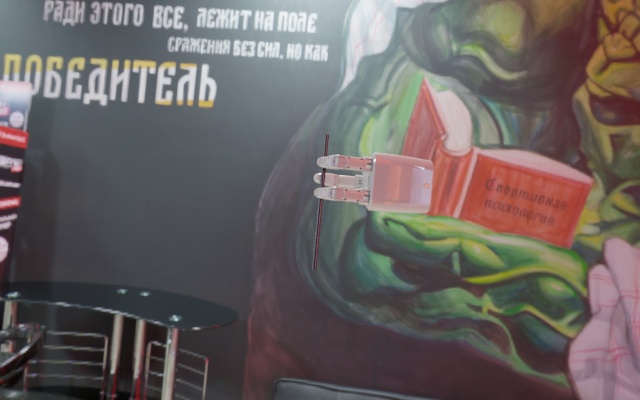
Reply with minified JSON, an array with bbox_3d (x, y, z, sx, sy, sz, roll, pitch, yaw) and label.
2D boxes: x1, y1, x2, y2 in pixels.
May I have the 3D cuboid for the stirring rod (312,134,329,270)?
[{"bbox_3d":[0.000,0.003,0.847,0.011,0.239,0.011,5,-1,0],"label":"stirring rod"}]
